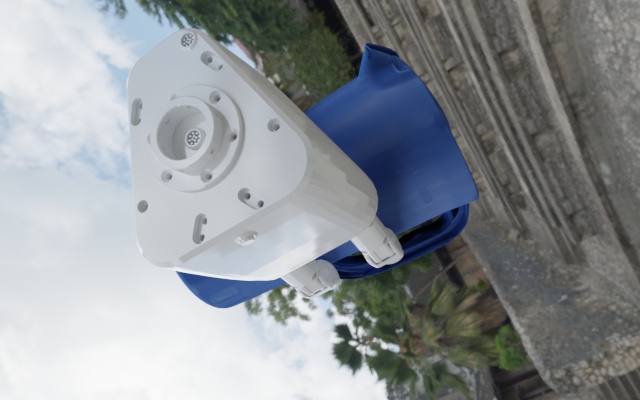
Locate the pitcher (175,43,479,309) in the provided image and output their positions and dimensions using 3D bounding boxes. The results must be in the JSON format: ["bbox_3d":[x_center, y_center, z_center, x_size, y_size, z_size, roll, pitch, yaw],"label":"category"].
[{"bbox_3d":[0.000,0.001,0.405,0.243,0.149,0.145,-29,-15,12],"label":"pitcher"}]
